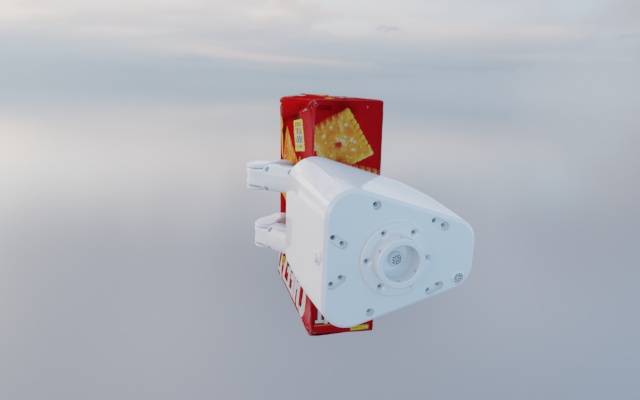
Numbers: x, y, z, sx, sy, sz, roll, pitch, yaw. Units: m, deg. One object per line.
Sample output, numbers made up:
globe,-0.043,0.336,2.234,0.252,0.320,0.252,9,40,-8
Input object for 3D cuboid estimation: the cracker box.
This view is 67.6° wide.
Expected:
cracker box,0.000,0.001,0.488,0.072,0.214,0.164,-1,14,-14
